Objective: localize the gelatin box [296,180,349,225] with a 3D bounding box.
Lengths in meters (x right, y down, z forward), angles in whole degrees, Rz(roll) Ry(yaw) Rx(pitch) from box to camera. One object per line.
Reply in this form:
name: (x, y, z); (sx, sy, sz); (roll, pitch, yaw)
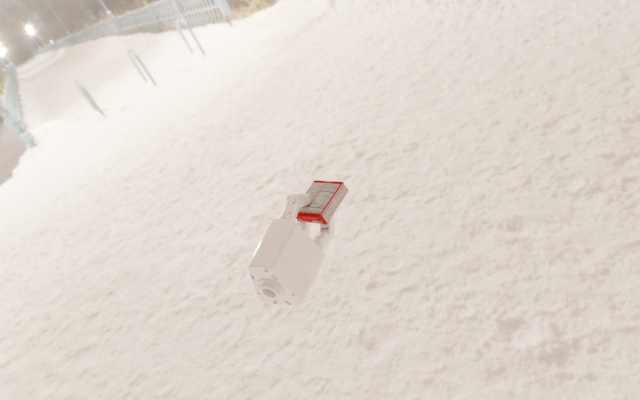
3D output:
gelatin box: (0.000, 0.002, 0.898); (0.073, 0.089, 0.030); (5, -40, 42)
